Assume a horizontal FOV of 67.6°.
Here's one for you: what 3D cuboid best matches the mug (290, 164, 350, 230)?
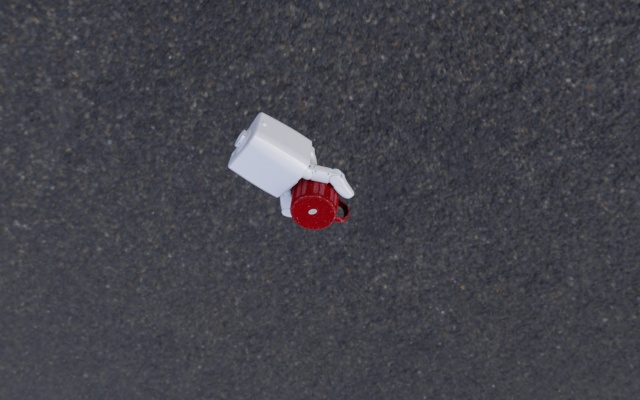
[{"bbox_3d":[0.001,0.004,0.848,0.117,0.081,0.093,30,-54,-18],"label":"mug"}]
